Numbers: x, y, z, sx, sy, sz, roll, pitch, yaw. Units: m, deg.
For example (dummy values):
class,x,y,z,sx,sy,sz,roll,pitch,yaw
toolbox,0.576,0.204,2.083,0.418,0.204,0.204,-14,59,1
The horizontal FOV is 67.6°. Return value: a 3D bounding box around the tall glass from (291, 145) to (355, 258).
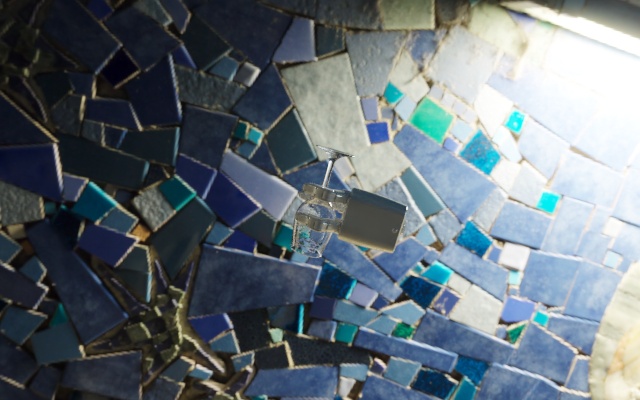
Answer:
class,x,y,z,sx,sy,sz,roll,pitch,yaw
tall glass,0.000,0.002,0.891,0.079,0.201,0.079,16,9,-3
